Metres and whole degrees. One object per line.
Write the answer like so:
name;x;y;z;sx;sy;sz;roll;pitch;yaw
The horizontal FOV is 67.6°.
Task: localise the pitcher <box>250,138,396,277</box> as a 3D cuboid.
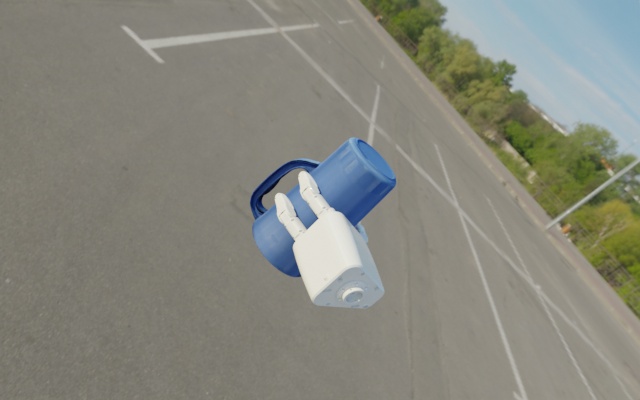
pitcher;0.000;0.003;0.812;0.149;0.145;0.243;30;-64;-36
